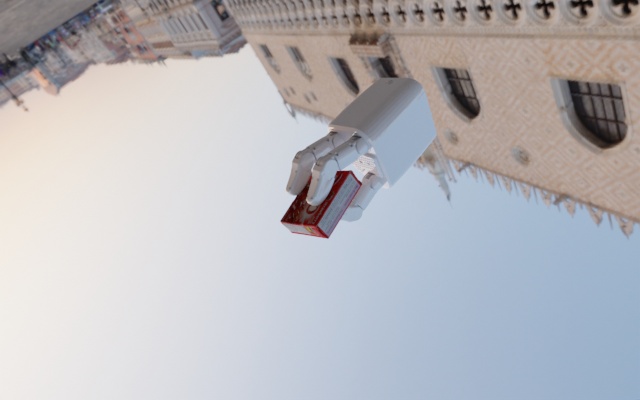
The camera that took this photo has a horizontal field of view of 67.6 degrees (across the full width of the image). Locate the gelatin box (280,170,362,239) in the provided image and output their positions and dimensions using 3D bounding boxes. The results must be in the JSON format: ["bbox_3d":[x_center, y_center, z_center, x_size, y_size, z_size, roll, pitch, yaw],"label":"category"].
[{"bbox_3d":[0.000,0.003,0.600,0.073,0.089,0.030,5,-34,50],"label":"gelatin box"}]
